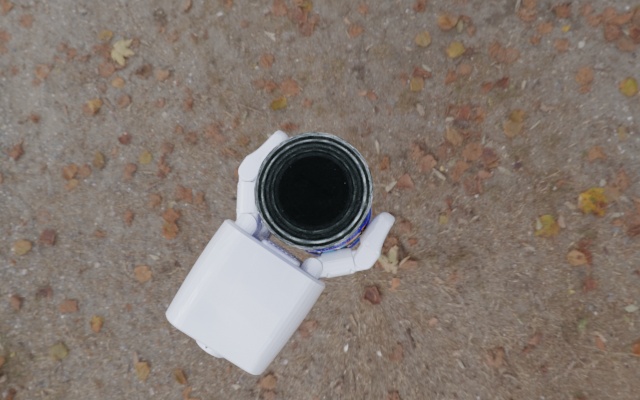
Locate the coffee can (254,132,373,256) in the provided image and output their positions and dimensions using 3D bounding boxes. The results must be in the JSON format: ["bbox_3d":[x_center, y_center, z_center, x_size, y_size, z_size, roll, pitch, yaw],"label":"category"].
[{"bbox_3d":[0.000,0.001,0.473,0.103,0.103,0.140,0,-9,5],"label":"coffee can"}]
